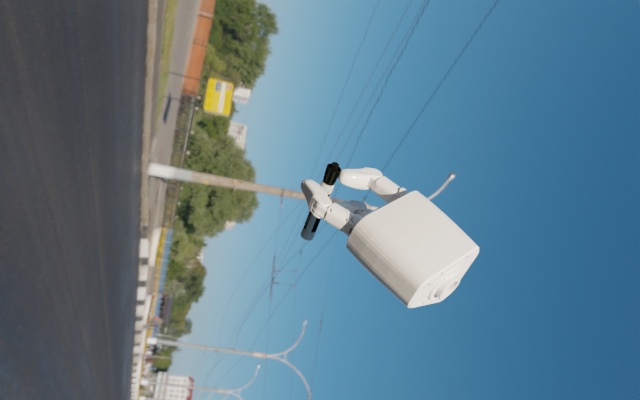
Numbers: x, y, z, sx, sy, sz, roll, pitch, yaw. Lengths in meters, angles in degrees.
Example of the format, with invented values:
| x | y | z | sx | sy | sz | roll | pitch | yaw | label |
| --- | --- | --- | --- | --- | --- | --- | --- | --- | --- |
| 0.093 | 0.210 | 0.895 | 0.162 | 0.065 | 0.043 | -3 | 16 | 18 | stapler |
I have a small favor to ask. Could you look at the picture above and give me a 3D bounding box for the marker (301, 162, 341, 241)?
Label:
| x | y | z | sx | sy | sz | roll | pitch | yaw | label |
| --- | --- | --- | --- | --- | --- | --- | --- | --- | --- |
| 0.000 | 0.002 | 0.619 | 0.020 | 0.121 | 0.020 | 15 | 34 | -10 | marker |
